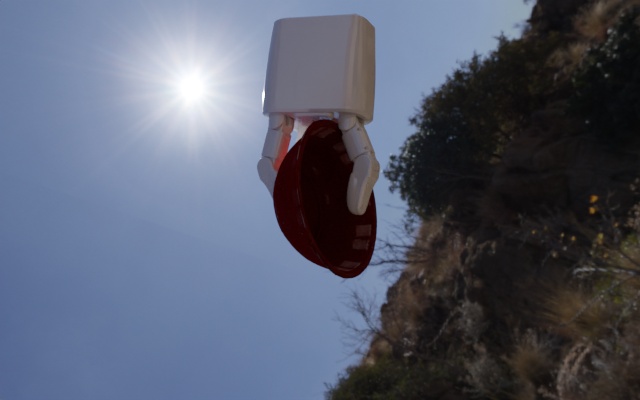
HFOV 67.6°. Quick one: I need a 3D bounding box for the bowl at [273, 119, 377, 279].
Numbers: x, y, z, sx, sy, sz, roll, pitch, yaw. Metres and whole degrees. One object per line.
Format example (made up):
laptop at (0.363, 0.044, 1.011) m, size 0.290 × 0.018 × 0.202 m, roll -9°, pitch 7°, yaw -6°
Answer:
bowl at (0.000, 0.003, 0.490) m, size 0.055 × 0.162 × 0.162 m, roll -12°, pitch -6°, yaw 29°
